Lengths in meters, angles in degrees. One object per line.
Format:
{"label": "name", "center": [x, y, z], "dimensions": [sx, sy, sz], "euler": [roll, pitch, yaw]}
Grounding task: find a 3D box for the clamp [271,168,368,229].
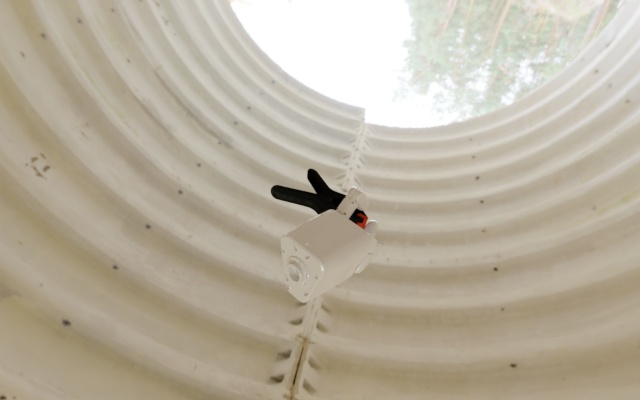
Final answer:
{"label": "clamp", "center": [0.000, 0.003, 0.827], "dimensions": [0.120, 0.039, 0.171], "euler": [-26, 48, -38]}
